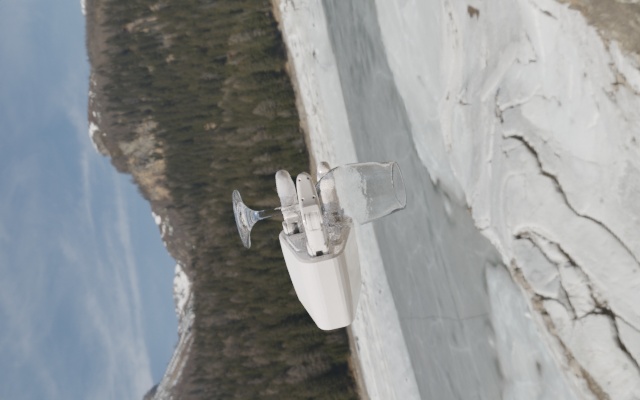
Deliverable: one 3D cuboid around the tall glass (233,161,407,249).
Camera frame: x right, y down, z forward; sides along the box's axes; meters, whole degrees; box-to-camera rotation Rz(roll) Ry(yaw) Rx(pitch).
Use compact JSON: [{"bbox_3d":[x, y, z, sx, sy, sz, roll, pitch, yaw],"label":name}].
[{"bbox_3d":[-0.001,0.002,0.586,0.201,0.079,0.079,-13,0,-1],"label":"tall glass"}]
